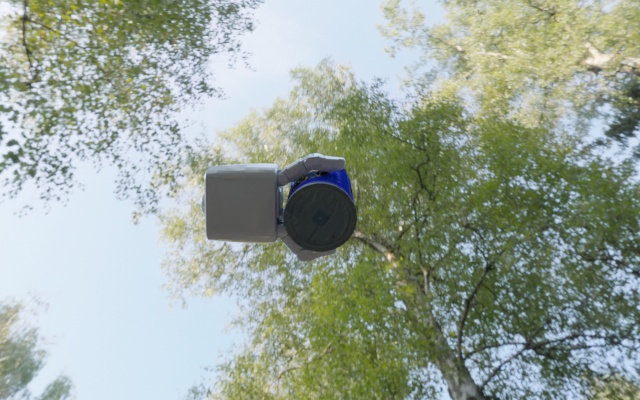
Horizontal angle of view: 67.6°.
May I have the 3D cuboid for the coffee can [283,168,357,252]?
[{"bbox_3d":[0.000,0.002,0.727,0.103,0.103,0.140,0,19,0],"label":"coffee can"}]
